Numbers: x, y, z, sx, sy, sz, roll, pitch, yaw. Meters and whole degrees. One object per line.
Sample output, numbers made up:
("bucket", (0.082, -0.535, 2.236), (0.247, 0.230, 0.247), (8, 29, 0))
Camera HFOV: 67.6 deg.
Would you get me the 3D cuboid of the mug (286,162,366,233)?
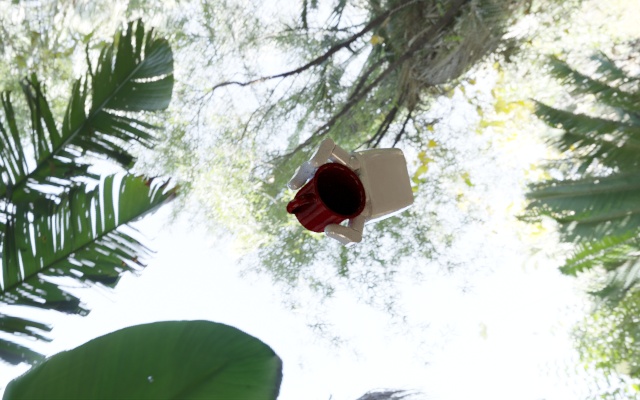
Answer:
("mug", (-0.001, 0.003, 0.730), (0.117, 0.093, 0.081), (-12, -16, -38))
